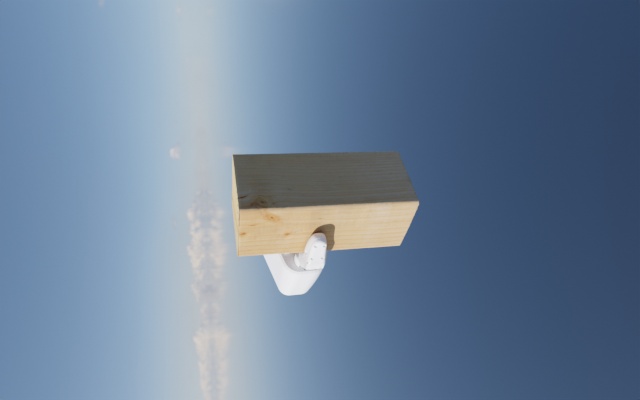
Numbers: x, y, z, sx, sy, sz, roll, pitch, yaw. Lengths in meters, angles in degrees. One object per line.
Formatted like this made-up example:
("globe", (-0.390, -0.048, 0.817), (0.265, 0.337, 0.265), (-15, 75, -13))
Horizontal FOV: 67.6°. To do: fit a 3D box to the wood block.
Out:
("wood block", (0.000, 0.002, 0.582), (0.206, 0.090, 0.090), (-3, -40, -14))
